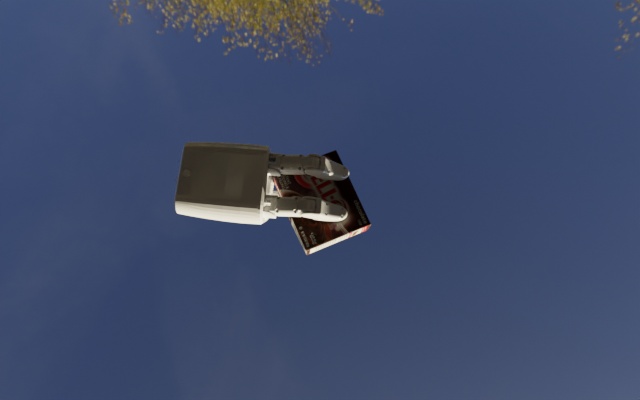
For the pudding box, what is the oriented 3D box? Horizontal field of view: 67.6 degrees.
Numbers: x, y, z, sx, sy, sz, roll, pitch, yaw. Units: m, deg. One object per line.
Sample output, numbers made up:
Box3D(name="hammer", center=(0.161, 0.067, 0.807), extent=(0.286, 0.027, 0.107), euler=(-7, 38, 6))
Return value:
Box3D(name="pudding box", center=(0.000, 0.002, 0.615), extent=(0.090, 0.113, 0.039), euler=(-22, -13, -10))
